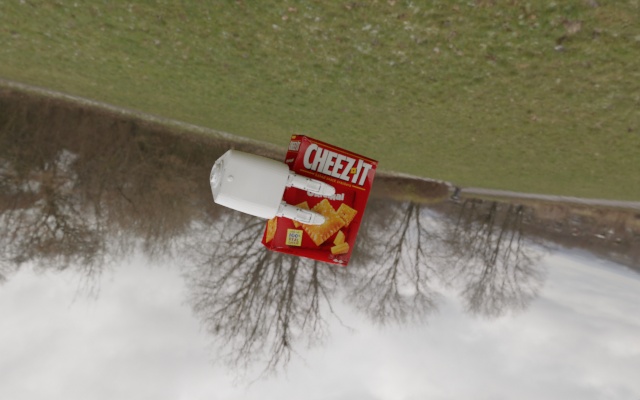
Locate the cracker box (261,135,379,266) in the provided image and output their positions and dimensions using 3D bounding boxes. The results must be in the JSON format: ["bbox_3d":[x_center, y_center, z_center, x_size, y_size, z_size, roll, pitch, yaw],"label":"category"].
[{"bbox_3d":[0.000,0.003,0.894,0.164,0.213,0.072,16,2,-24],"label":"cracker box"}]
